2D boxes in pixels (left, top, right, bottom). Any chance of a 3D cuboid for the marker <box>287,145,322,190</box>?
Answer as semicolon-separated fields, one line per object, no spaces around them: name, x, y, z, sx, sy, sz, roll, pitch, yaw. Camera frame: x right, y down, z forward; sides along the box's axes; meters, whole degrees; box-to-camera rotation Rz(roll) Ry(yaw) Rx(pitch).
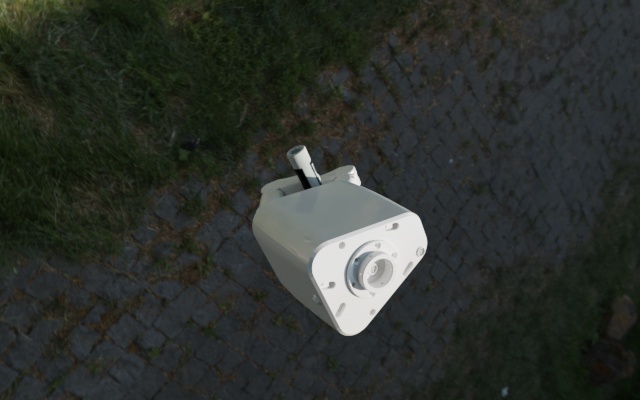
marker;0.000;0.002;0.471;0.020;0.121;0.020;-20;28;11
